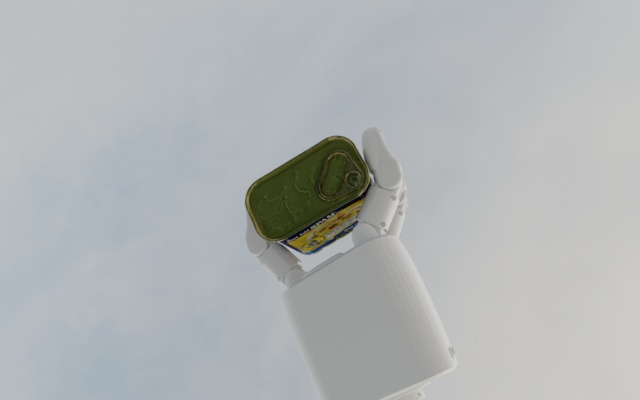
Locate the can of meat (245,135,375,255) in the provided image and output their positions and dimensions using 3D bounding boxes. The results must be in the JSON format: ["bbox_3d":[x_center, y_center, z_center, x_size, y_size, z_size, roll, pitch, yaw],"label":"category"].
[{"bbox_3d":[0.000,0.001,0.413,0.102,0.057,0.084,-31,-23,7],"label":"can of meat"}]
